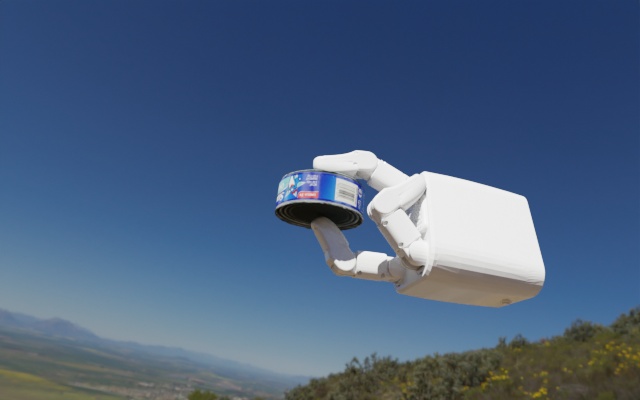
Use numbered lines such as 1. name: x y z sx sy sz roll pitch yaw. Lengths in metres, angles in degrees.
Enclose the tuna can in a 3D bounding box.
1. tuna can: 0.000 0.001 0.465 0.086 0.033 0.086 5 -20 2
